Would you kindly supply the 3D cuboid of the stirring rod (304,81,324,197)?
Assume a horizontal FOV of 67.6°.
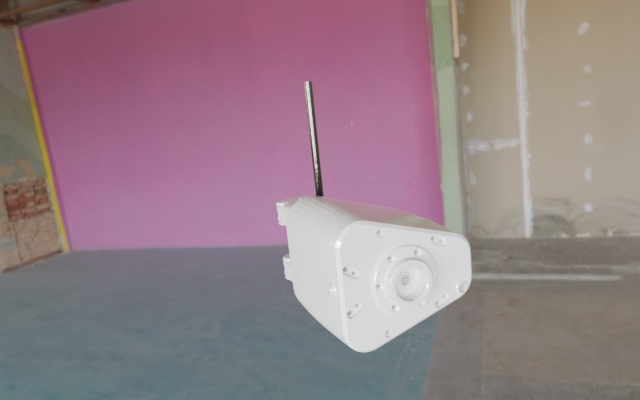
[{"bbox_3d":[0.000,0.002,0.489,0.011,0.239,0.011,-6,10,1],"label":"stirring rod"}]
